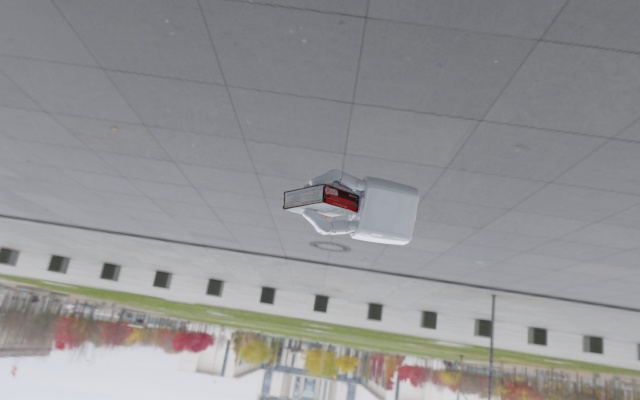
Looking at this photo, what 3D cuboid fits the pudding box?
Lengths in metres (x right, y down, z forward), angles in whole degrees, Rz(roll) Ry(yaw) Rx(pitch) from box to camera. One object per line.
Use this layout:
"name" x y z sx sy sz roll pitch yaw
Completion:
"pudding box" 0.000 0.003 0.871 0.090 0.039 0.113 18 -21 -40
